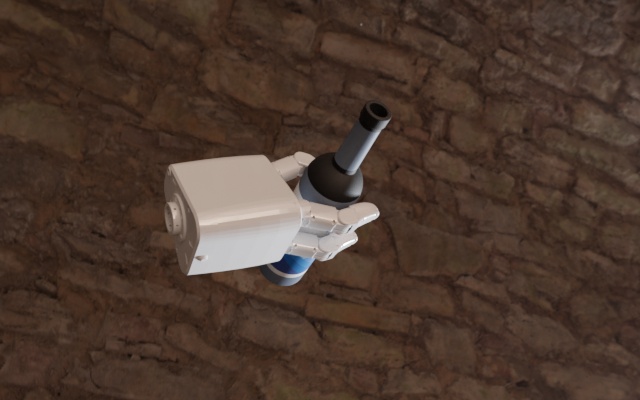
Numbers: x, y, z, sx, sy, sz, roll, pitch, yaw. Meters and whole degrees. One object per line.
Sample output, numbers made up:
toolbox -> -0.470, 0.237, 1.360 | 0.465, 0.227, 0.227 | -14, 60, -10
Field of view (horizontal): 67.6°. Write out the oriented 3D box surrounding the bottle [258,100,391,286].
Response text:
bottle -> 0.000, 0.002, 0.551 | 0.069, 0.069, 0.296 | 0, -36, -27
